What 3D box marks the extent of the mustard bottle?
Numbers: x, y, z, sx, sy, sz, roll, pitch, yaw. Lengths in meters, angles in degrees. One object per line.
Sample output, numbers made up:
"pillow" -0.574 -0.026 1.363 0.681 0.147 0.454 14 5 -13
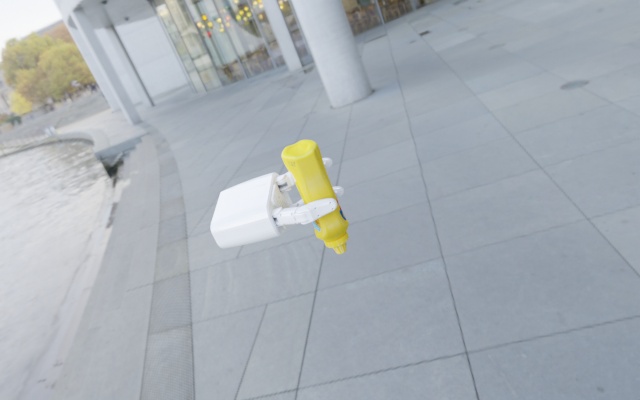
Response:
"mustard bottle" 0.000 0.002 0.760 0.058 0.192 0.096 -25 21 -6
